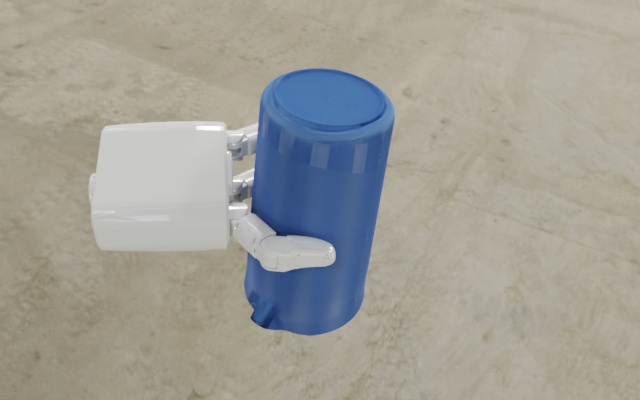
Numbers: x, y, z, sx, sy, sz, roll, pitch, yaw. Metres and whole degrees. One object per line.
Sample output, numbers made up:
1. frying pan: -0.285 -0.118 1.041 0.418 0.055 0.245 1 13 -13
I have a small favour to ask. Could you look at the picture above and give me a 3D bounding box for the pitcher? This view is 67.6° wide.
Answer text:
1. pitcher: 0.000 0.002 0.460 0.145 0.243 0.149 -1 43 -11
